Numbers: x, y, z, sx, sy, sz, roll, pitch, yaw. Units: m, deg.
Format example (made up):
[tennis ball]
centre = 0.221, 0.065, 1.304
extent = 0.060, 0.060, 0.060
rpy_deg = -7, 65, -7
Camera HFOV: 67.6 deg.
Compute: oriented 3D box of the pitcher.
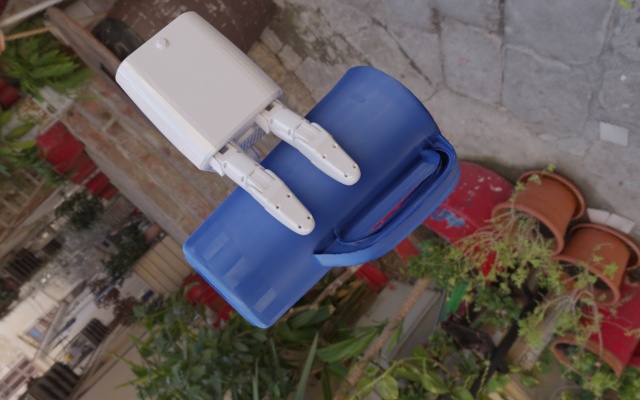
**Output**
[pitcher]
centre = 0.000, 0.001, 0.446
extent = 0.243, 0.145, 0.149
rpy_deg = -45, 1, -13
